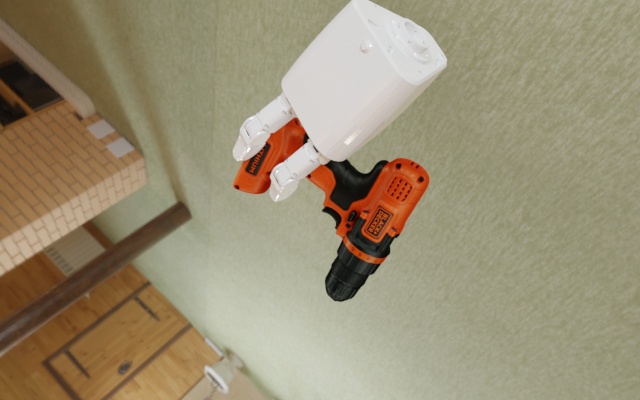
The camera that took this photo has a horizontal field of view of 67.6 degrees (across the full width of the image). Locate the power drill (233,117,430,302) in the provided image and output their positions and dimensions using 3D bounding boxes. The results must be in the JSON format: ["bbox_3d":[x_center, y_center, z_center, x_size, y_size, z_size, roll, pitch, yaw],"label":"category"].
[{"bbox_3d":[0.000,0.001,0.528,0.187,0.184,0.057,32,22,7],"label":"power drill"}]
